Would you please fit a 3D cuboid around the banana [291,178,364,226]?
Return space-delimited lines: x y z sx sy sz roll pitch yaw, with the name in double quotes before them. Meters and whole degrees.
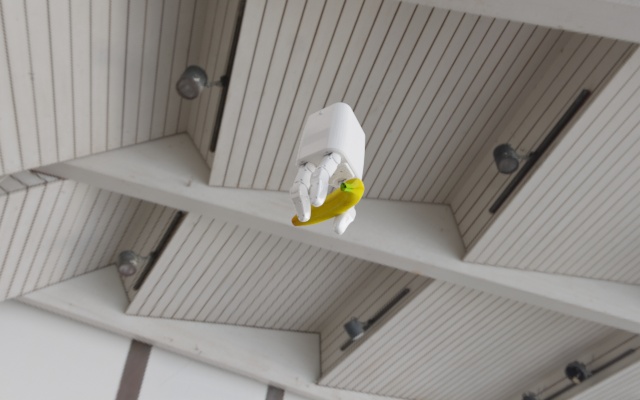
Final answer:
"banana" 0.018 0.002 0.778 0.069 0.037 0.198 1 -21 -26
